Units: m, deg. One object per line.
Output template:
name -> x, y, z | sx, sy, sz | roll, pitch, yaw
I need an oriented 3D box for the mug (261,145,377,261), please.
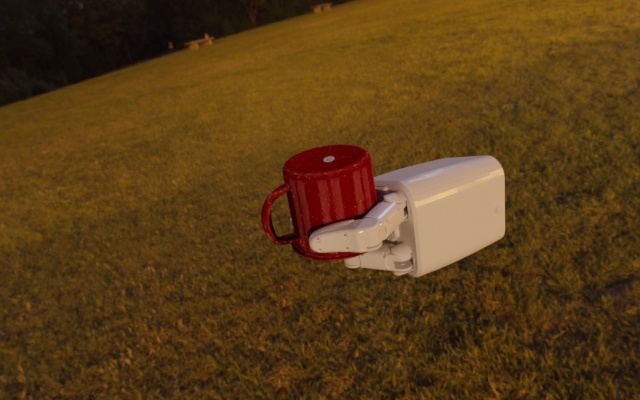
mug -> -0.001, 0.002, 0.441 | 0.117, 0.081, 0.093 | -18, 25, -19
